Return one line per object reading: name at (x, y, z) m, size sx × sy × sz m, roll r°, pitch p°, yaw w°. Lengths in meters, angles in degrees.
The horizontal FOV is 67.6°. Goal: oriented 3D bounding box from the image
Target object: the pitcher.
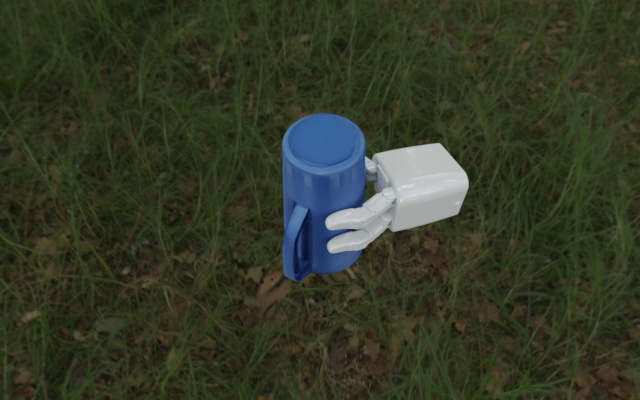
pitcher at (0.000, 0.002, 0.696) m, size 0.145 × 0.149 × 0.243 m, roll -12°, pitch -36°, yaw -8°
